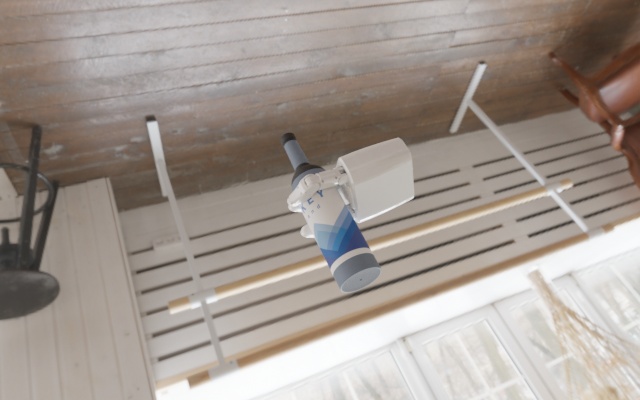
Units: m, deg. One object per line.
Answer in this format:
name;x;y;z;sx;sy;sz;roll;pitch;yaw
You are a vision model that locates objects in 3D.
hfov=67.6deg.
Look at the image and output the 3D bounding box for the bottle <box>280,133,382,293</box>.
bottle;0.000;0.003;0.758;0.069;0.295;0.069;-20;-32;-13
